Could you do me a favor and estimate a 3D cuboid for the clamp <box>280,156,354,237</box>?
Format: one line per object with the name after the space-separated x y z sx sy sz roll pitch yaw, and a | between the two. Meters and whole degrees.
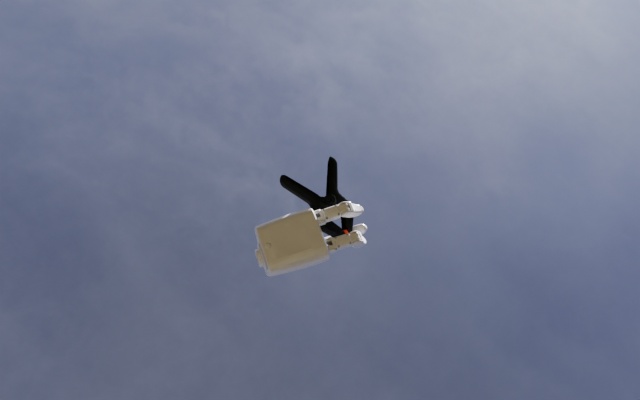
0.000 0.003 0.887 0.120 0.171 0.039 -16 -22 -13 | clamp
